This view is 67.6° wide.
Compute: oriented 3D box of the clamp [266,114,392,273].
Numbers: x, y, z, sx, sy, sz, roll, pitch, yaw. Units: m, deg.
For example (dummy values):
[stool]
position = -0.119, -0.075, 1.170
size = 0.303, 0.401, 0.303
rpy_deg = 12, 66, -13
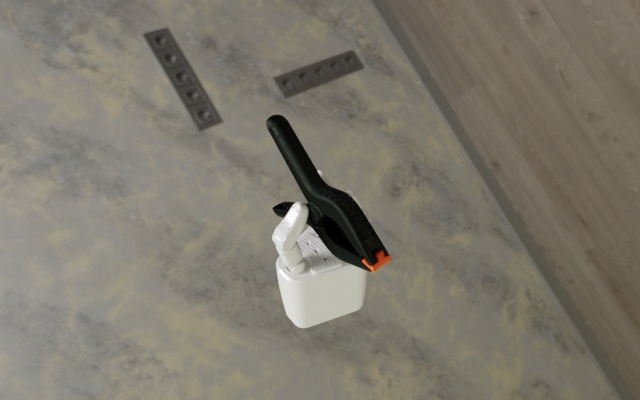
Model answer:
[clamp]
position = 0.000, 0.003, 0.558
size = 0.036, 0.165, 0.210
rpy_deg = -30, 47, -26
